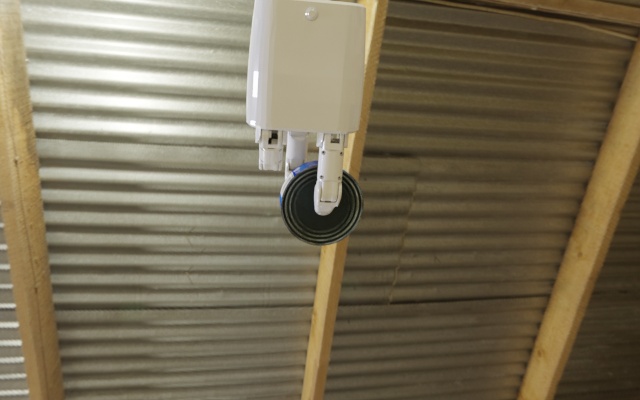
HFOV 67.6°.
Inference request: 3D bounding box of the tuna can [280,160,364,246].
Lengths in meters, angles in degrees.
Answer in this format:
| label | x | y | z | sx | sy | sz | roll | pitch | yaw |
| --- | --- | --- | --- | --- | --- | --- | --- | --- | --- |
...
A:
| label | x | y | z | sx | sy | sz | roll | pitch | yaw |
| --- | --- | --- | --- | --- | --- | --- | --- | --- | --- |
| tuna can | 0.000 | 0.002 | 0.501 | 0.086 | 0.086 | 0.033 | 0 | 16 | -8 |
